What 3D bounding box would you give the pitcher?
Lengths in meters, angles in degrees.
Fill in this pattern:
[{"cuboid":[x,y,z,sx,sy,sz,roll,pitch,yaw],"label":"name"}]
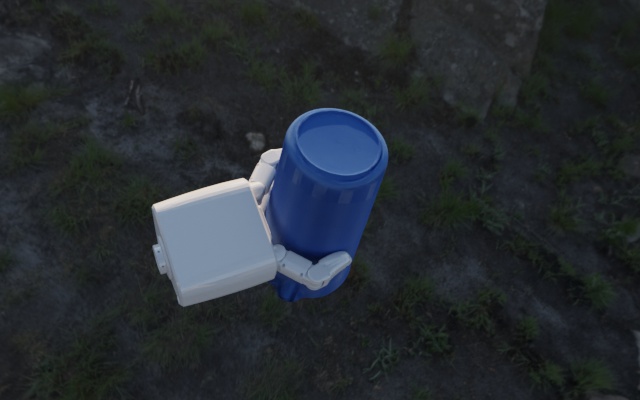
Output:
[{"cuboid":[0.000,0.002,0.579,0.145,0.149,0.243,-16,-30,-22],"label":"pitcher"}]
